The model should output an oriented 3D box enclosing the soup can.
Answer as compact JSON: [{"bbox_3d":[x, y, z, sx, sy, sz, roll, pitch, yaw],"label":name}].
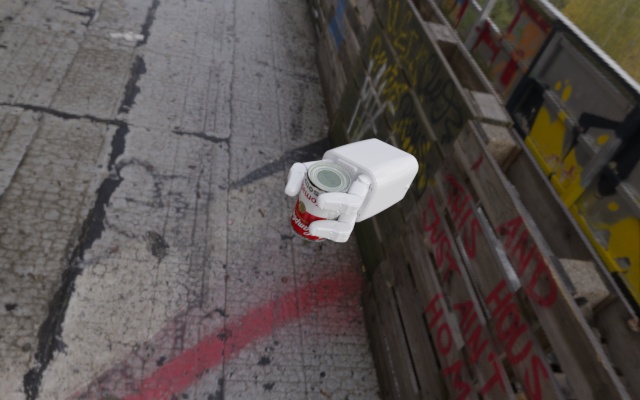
[{"bbox_3d":[0.000,0.002,0.700,0.068,0.068,0.102,0,-44,-22],"label":"soup can"}]
